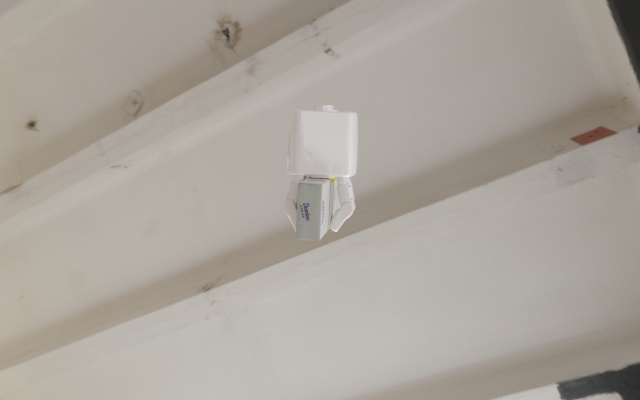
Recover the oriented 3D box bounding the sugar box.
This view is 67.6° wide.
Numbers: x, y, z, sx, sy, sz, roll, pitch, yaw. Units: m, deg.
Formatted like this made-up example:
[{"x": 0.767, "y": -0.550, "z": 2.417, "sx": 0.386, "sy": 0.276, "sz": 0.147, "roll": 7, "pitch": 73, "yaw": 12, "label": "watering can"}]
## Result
[{"x": 0.000, "y": 0.002, "z": 0.825, "sx": 0.048, "sy": 0.093, "sz": 0.176, "roll": 5, "pitch": 11, "yaw": 14, "label": "sugar box"}]
